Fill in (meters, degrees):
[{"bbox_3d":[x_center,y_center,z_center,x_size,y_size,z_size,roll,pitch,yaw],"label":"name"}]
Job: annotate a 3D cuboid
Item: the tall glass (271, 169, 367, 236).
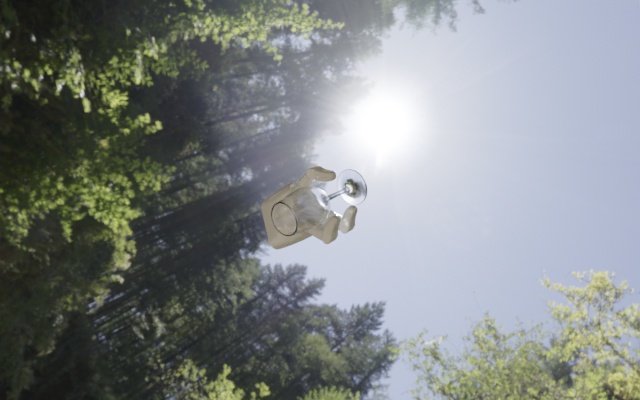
[{"bbox_3d":[0.001,0.003,0.885,0.079,0.079,0.201,0,17,41],"label":"tall glass"}]
